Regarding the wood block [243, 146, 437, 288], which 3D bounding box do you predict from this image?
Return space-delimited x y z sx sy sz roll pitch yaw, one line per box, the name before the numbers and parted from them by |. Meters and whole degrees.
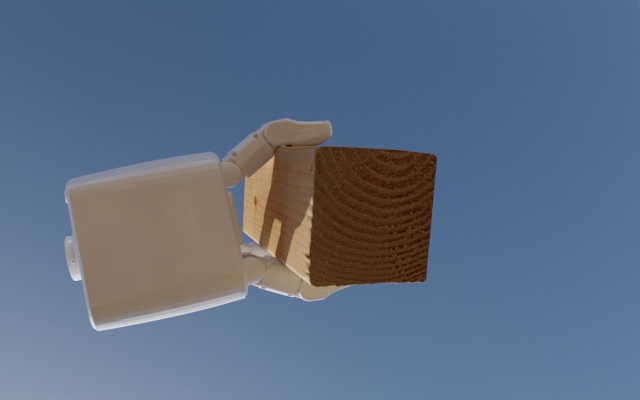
wood block | 0.000 0.001 0.405 0.090 0.091 0.206 1 6 -21
